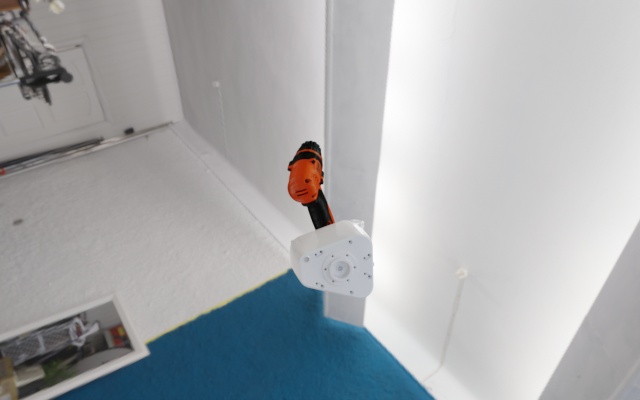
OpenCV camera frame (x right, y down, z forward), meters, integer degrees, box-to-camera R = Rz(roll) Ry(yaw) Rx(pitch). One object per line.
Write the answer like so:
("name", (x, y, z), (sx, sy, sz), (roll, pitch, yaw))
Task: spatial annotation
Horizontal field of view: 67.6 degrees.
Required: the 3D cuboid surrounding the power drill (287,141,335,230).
("power drill", (0.000, 0.003, 0.817), (0.057, 0.188, 0.184), (-18, 25, 14))
